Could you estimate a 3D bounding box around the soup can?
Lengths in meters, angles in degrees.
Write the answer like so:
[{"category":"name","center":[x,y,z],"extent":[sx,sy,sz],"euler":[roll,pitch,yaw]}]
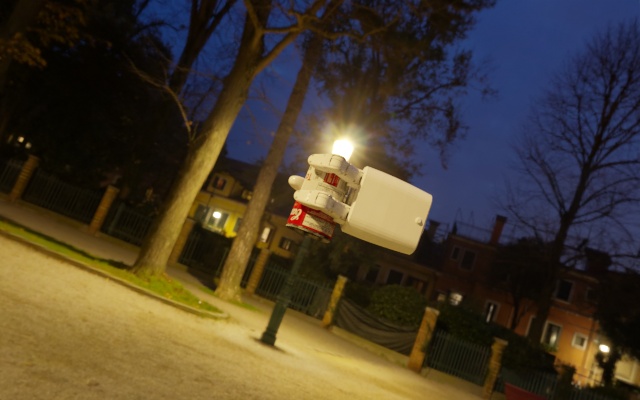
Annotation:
[{"category":"soup can","center":[0.000,0.002,0.691],"extent":[0.068,0.102,0.068],"euler":[21,-10,4]}]
